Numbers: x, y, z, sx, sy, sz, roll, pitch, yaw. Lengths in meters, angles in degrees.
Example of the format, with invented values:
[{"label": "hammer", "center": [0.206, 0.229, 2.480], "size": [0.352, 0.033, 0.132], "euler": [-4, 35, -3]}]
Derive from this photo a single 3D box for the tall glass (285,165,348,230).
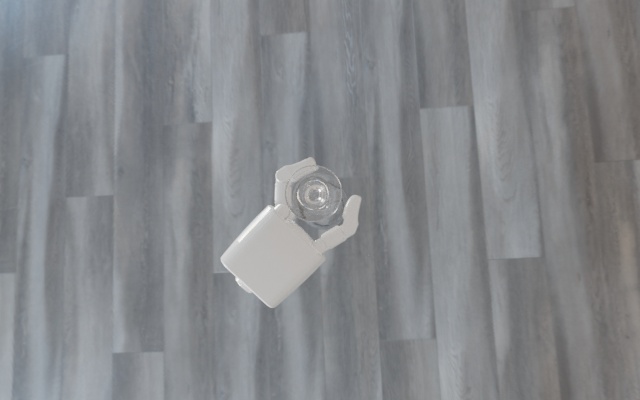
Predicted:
[{"label": "tall glass", "center": [0.000, 0.002, 0.712], "size": [0.079, 0.079, 0.201], "euler": [0, -6, 6]}]
